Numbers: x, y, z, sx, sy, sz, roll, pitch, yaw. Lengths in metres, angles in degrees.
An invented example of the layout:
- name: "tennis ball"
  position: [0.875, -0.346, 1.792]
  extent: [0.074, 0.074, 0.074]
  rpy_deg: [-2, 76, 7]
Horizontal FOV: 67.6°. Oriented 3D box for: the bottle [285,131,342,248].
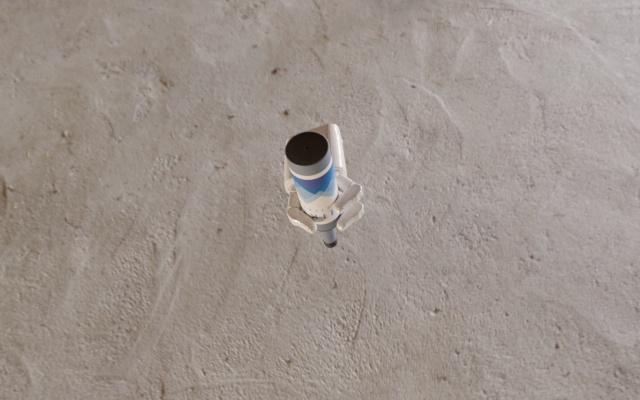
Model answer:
- name: "bottle"
  position: [0.000, 0.003, 0.821]
  extent: [0.069, 0.069, 0.296]
  rpy_deg: [0, -33, 9]
